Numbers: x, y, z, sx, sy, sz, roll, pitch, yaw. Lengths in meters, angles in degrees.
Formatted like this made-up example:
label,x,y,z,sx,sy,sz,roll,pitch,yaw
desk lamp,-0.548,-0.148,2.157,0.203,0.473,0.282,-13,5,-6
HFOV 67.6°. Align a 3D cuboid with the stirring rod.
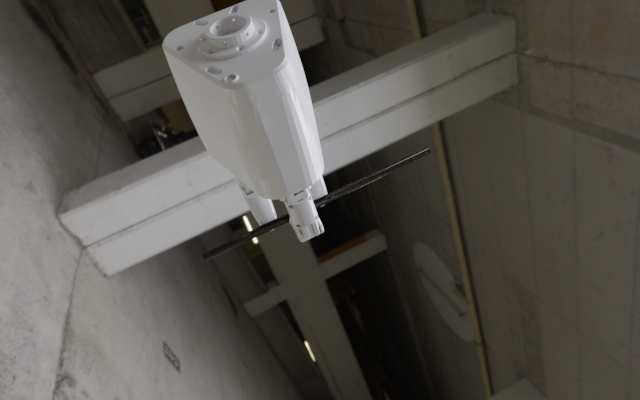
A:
label,x,y,z,sx,sy,sz,roll,pitch,yaw
stirring rod,0.000,0.002,0.457,0.239,0.011,0.011,-25,4,-8
